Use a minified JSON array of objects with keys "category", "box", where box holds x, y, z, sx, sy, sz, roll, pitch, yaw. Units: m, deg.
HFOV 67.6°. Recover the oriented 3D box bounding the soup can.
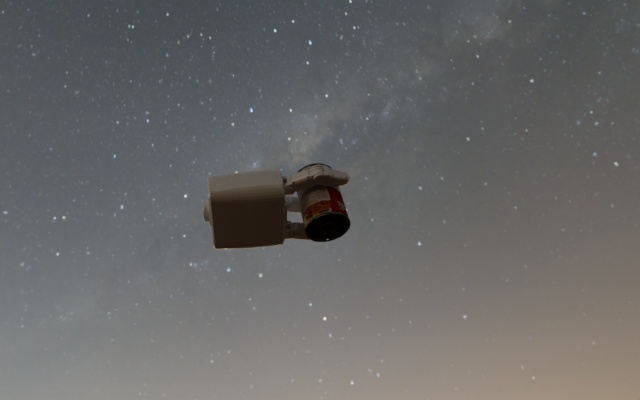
[{"category":"soup can","box":[0.001,0.002,0.721,0.068,0.102,0.069,-9,-39,-8]}]
